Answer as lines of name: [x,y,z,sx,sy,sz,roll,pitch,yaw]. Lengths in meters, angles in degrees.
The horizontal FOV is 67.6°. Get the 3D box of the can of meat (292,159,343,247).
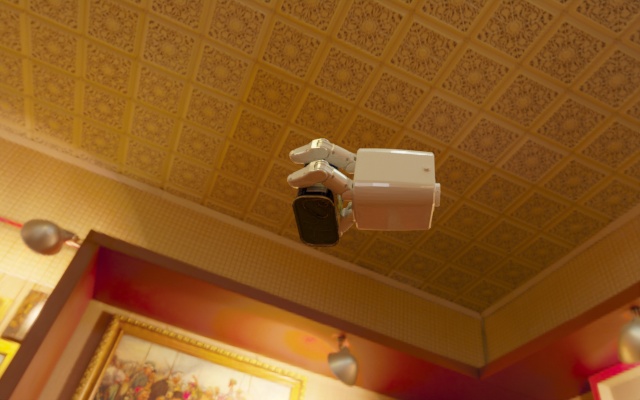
can of meat: [0.000,0.002,0.684,0.057,0.084,0.102,0,-45,11]
